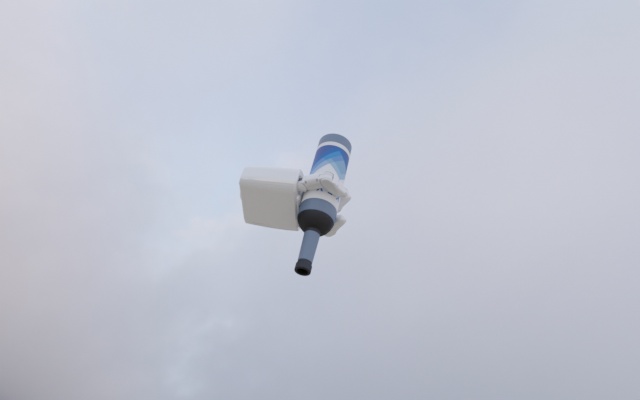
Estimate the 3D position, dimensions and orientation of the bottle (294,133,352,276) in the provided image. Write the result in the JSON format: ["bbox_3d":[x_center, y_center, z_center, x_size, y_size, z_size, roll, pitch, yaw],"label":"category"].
[{"bbox_3d":[0.000,0.003,0.855,0.069,0.295,0.069,9,-39,7],"label":"bottle"}]
